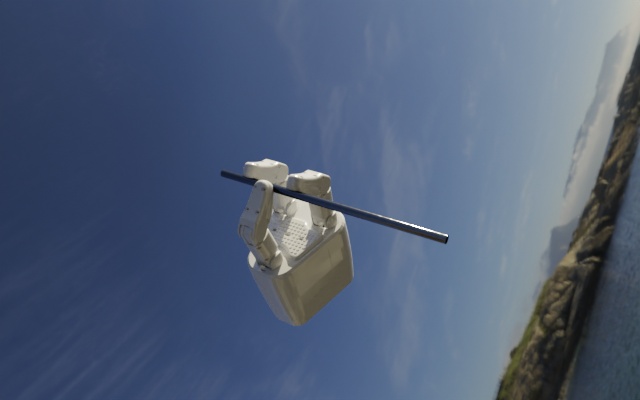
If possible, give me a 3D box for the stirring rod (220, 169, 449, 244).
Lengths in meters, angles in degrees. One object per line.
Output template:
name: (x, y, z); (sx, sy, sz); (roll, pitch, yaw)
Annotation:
stirring rod: (0.000, 0.002, 0.440); (0.239, 0.011, 0.011); (16, 8, 28)
